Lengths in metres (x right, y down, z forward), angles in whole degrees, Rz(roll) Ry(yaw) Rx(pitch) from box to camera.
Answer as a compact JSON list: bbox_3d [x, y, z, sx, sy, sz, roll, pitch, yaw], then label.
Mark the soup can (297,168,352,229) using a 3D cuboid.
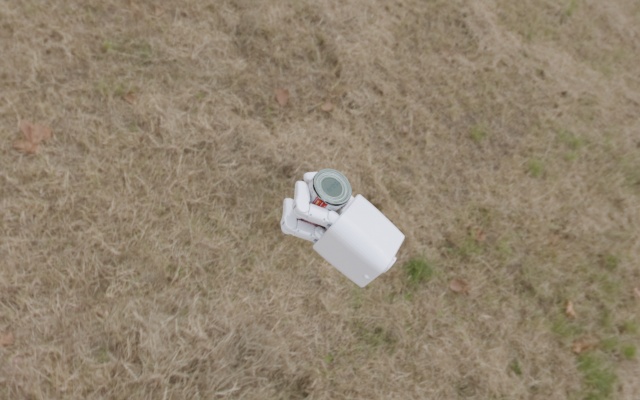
[{"bbox_3d":[0.000,0.002,0.776,0.068,0.068,0.102,0,-29,-26],"label":"soup can"}]
